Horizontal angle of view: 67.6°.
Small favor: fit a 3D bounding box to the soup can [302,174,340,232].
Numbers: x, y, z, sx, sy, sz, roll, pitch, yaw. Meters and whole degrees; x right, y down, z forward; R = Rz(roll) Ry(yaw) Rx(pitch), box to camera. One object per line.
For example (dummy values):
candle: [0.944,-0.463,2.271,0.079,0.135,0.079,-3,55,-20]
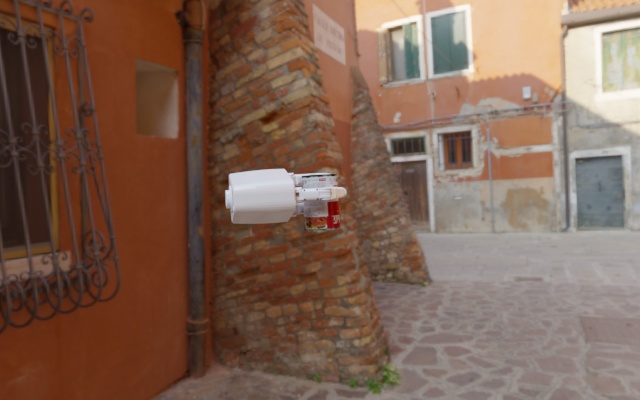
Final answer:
soup can: [0.001,0.003,0.886,0.068,0.102,0.068,-3,2,0]
